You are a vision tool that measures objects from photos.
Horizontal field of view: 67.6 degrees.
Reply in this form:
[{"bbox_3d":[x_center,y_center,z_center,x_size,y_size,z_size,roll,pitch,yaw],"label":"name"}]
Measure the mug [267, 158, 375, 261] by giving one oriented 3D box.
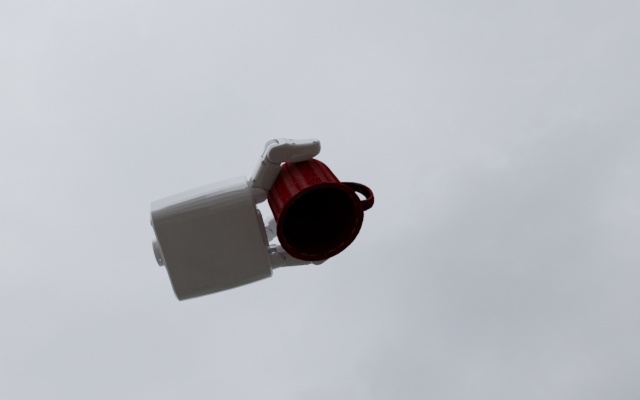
[{"bbox_3d":[0.001,0.001,0.516,0.117,0.093,0.081,-14,32,-13],"label":"mug"}]
